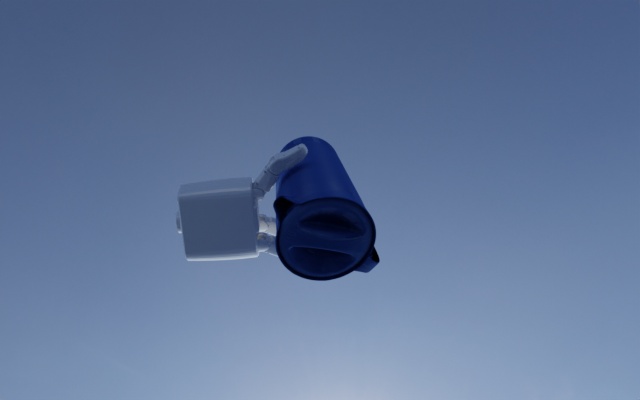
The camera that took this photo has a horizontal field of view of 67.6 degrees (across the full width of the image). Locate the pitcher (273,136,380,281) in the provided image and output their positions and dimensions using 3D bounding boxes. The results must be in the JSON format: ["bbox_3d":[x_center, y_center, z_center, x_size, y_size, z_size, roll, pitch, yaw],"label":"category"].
[{"bbox_3d":[0.000,0.002,0.722,0.145,0.149,0.242,-7,31,-4],"label":"pitcher"}]
